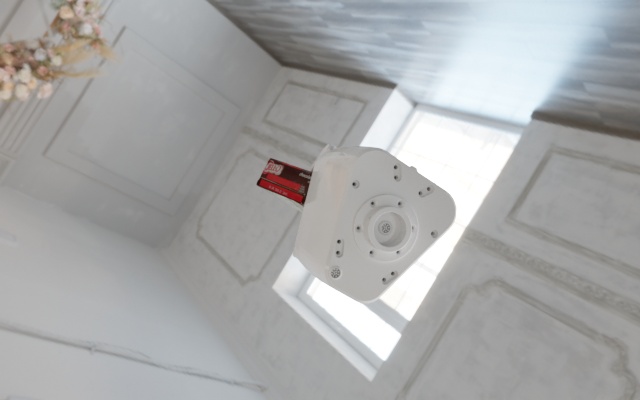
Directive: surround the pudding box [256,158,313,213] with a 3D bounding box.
[{"bbox_3d":[0.000,0.002,0.508,0.113,0.039,0.090,35,-8,-41],"label":"pudding box"}]
